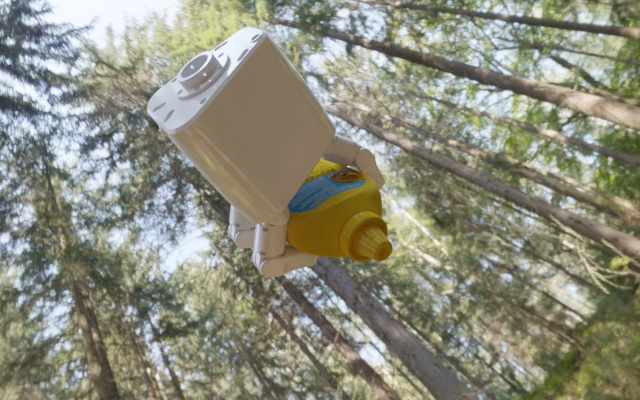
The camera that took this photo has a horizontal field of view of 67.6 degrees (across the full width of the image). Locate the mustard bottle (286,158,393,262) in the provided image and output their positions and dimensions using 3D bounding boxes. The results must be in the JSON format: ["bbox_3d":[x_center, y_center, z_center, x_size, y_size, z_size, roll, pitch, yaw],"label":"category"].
[{"bbox_3d":[0.000,0.002,0.440,0.096,0.058,0.191,-24,34,-22],"label":"mustard bottle"}]
